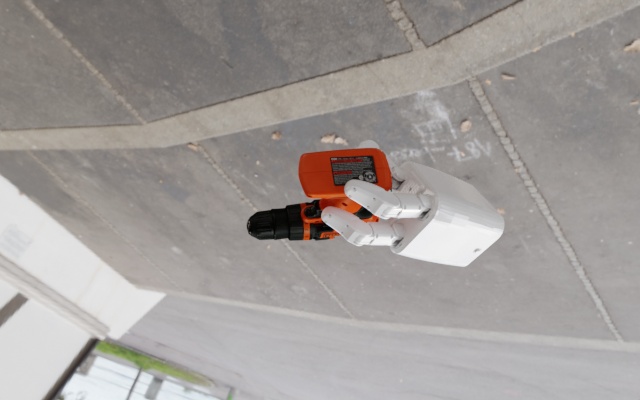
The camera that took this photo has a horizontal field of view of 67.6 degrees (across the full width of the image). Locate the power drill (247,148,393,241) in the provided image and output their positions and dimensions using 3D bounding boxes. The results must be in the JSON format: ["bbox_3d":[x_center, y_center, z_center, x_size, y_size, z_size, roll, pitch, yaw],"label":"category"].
[{"bbox_3d":[0.000,0.002,0.600,0.184,0.057,0.188,-7,-19,-11],"label":"power drill"}]
